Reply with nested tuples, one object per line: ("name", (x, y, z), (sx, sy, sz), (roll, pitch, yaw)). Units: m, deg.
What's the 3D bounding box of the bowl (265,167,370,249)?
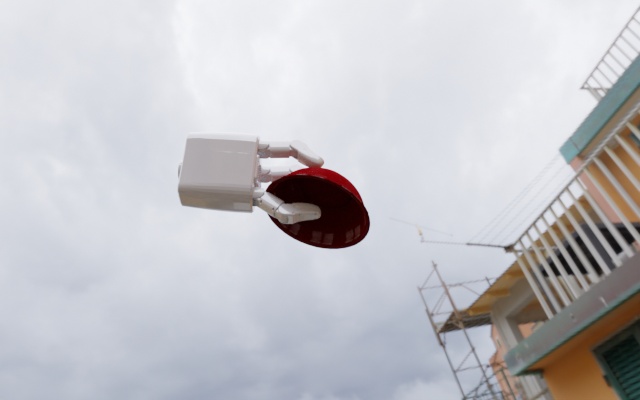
("bowl", (0.001, 0.003, 0.710), (0.162, 0.055, 0.162), (12, -40, 11))
